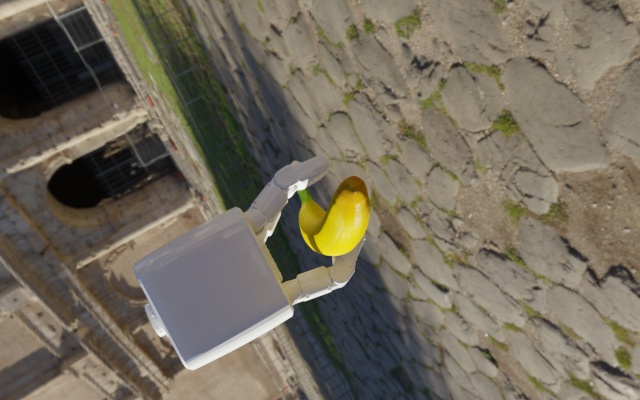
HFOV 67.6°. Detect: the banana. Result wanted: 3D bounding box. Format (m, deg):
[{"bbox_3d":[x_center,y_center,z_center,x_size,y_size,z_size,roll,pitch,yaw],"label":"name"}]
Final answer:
[{"bbox_3d":[0.007,0.018,0.435,0.037,0.069,0.198,-25,6,-14],"label":"banana"}]
